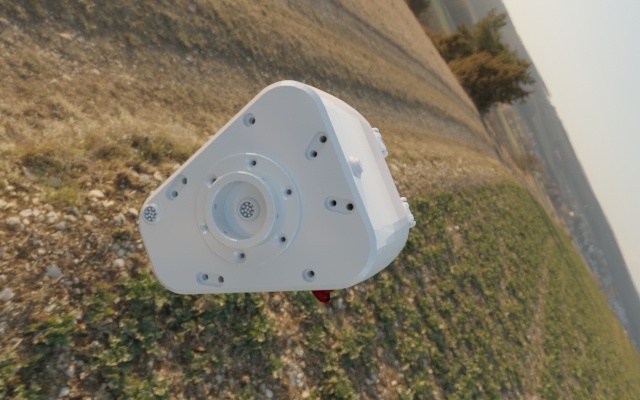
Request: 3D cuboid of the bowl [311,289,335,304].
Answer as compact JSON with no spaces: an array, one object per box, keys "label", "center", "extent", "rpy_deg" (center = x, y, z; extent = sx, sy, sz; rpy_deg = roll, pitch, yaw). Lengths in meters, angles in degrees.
[{"label":"bowl","center":[0.000,0.001,0.404],"extent":[0.055,0.162,0.162],"rpy_deg":[-22,-2,4]}]
